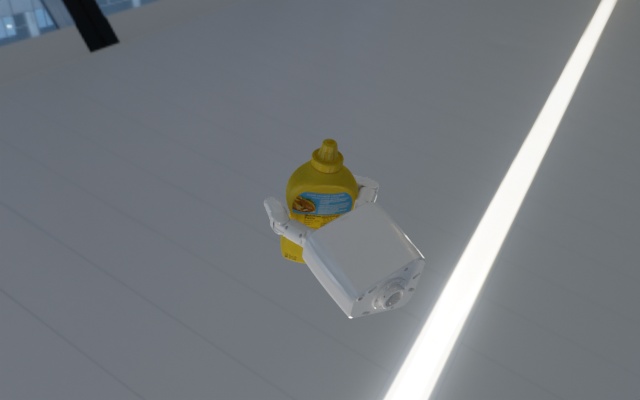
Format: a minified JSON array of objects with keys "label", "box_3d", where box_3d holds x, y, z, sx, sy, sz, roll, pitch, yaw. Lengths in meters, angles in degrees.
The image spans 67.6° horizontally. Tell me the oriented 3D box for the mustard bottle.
[{"label":"mustard bottle","box_3d":[0.000,0.002,0.645,0.096,0.192,0.058,1,40,-9]}]
